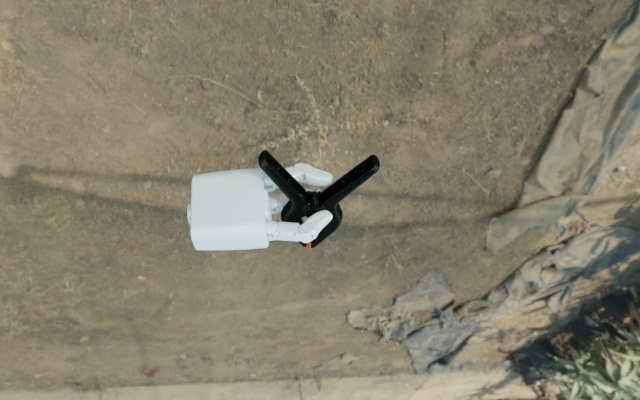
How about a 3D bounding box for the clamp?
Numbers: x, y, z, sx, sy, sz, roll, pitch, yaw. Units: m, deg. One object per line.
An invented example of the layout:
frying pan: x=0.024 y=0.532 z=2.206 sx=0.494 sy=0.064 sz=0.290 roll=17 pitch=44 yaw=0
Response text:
clamp: x=0.000 y=0.003 z=0.711 sx=0.164 sy=0.036 sz=0.210 roll=-2 pitch=-40 yaw=-1
